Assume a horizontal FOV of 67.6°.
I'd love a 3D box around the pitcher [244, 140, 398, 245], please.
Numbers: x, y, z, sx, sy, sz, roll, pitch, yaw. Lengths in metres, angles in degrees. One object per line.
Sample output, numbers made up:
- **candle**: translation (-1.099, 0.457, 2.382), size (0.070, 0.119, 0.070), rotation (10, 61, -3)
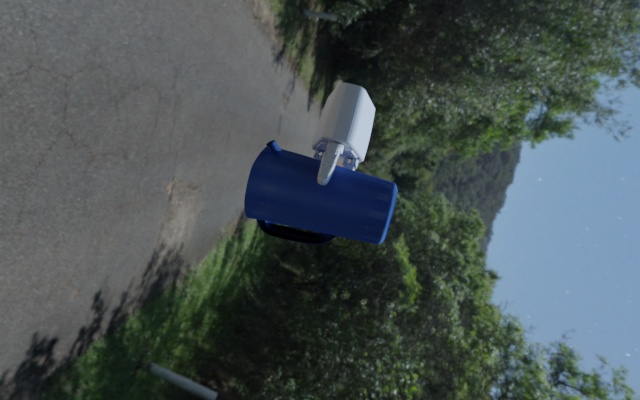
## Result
- **pitcher**: translation (0.000, 0.002, 0.820), size (0.243, 0.145, 0.149), rotation (15, -12, 6)
